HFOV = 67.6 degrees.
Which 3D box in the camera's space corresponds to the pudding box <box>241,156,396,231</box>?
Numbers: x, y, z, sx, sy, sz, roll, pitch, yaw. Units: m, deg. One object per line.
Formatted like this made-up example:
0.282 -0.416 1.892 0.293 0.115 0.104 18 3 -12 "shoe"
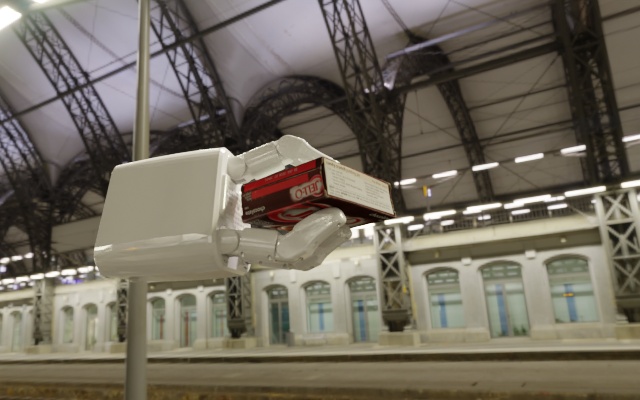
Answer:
0.000 0.001 0.421 0.090 0.039 0.113 -16 -17 34 "pudding box"
